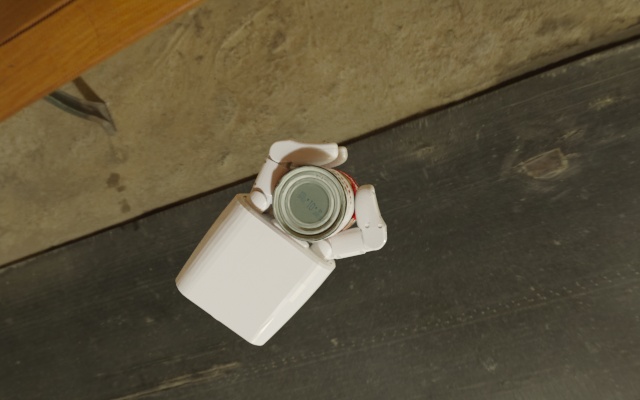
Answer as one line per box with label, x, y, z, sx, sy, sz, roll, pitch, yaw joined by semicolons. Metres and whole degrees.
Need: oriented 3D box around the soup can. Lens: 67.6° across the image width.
soup can;0.000;0.001;0.454;0.068;0.068;0.102;0;1;12
